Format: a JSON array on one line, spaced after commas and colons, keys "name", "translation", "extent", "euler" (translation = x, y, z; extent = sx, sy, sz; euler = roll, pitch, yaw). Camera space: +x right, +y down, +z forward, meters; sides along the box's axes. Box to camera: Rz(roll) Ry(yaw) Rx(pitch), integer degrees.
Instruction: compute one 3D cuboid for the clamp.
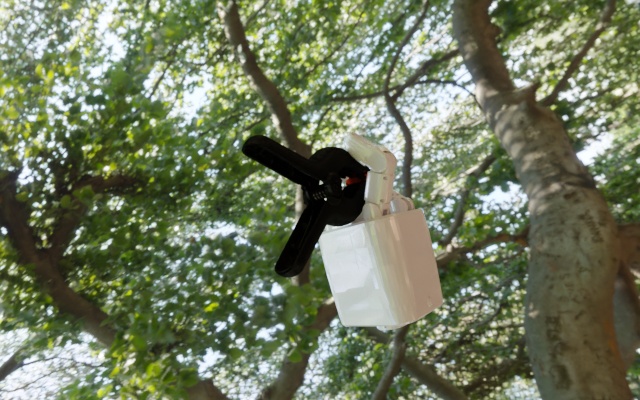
[{"name": "clamp", "translation": [0.000, 0.001, 0.449], "extent": [0.039, 0.120, 0.171], "euler": [-4, 1, 39]}]
